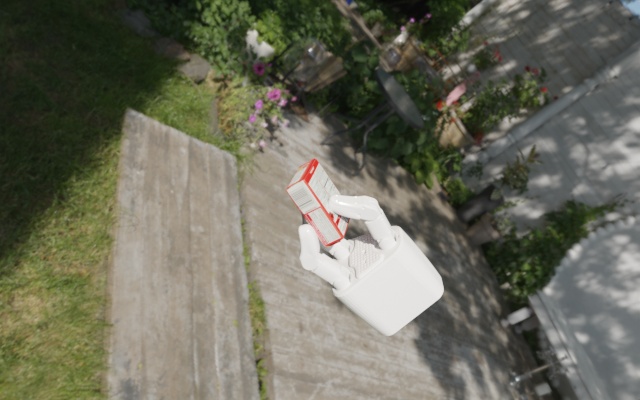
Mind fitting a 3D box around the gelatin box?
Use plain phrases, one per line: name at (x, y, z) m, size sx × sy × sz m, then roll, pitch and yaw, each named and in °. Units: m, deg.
gelatin box at (0.000, 0.001, 0.581) m, size 0.030 × 0.089 × 0.073 m, roll -28°, pitch 17°, yaw 22°
